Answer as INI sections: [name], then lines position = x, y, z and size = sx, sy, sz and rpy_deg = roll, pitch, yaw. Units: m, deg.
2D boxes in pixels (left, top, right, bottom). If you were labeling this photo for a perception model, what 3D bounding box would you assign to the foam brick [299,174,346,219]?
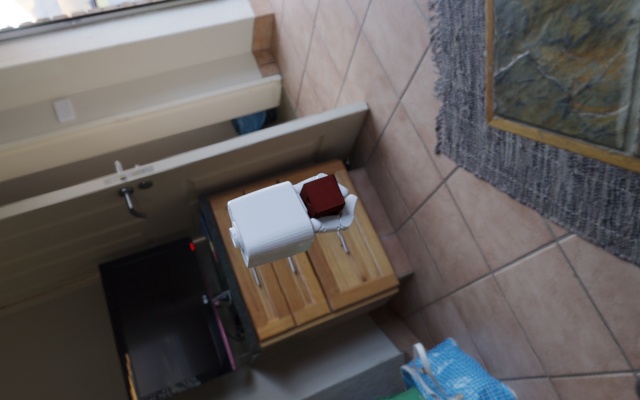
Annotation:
[foam brick]
position = 0.000, 0.002, 0.754
size = 0.051, 0.053, 0.078
rpy_deg = -18, -17, -17
